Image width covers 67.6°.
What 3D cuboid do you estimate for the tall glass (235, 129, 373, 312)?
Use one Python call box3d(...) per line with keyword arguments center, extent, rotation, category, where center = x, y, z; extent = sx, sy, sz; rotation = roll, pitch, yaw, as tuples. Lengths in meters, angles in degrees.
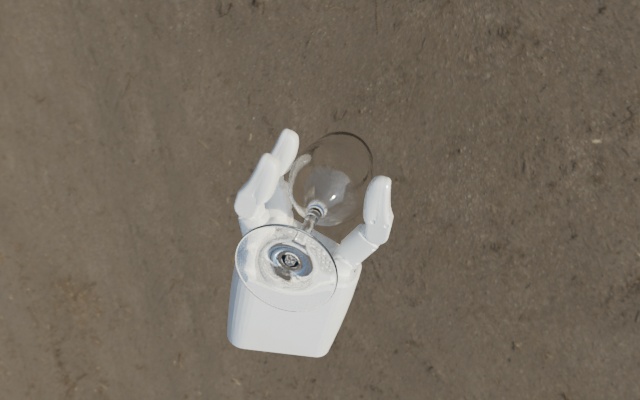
box3d(center=(0.000, 0.002, 0.412), extent=(0.079, 0.079, 0.201), rotation=(0, 29, 16), category="tall glass")
